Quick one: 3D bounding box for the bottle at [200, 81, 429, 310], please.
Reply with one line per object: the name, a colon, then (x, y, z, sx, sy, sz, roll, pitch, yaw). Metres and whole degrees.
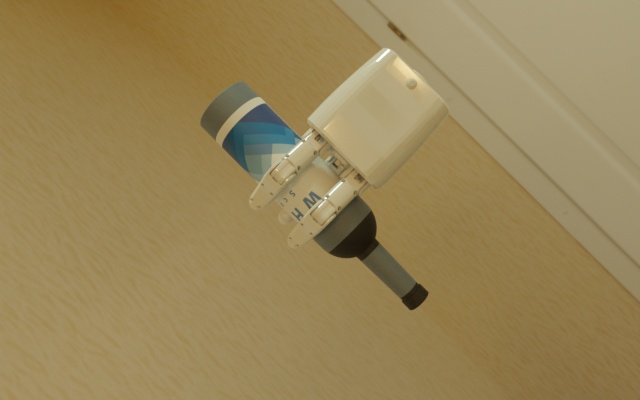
bottle: (0.000, 0.002, 0.505, 0.069, 0.295, 0.069, -45, -2, -2)
